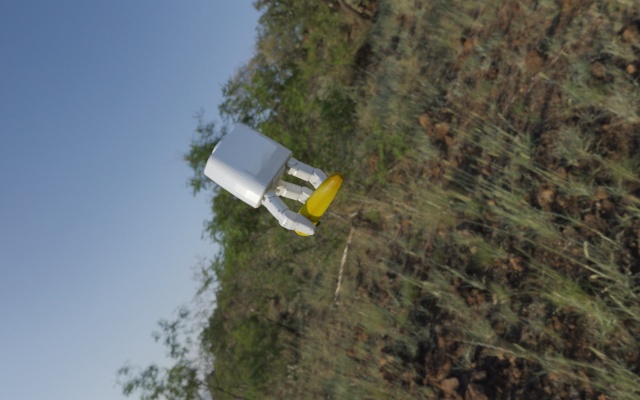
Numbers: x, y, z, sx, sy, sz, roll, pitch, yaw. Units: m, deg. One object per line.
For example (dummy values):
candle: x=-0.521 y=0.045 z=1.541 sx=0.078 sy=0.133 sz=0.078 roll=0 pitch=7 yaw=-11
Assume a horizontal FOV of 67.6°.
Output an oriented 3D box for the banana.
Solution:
banana: x=-0.011 y=0.017 z=0.804 sx=0.037 sy=0.069 sz=0.198 roll=37 pitch=-27 yaw=4
